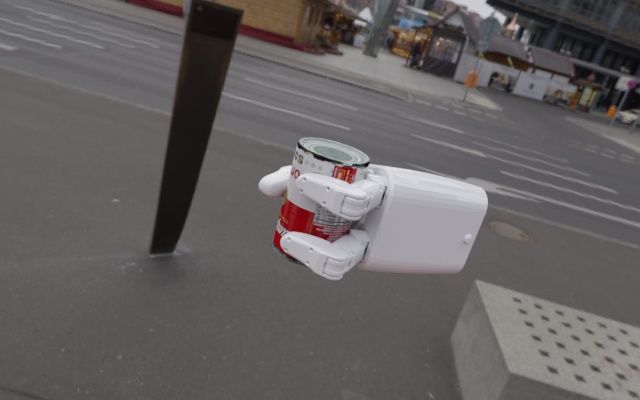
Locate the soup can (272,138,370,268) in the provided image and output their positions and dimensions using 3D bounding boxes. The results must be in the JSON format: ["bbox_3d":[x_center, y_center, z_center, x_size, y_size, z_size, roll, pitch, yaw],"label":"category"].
[{"bbox_3d":[0.000,0.001,0.436,0.068,0.102,0.068,14,20,-5],"label":"soup can"}]
